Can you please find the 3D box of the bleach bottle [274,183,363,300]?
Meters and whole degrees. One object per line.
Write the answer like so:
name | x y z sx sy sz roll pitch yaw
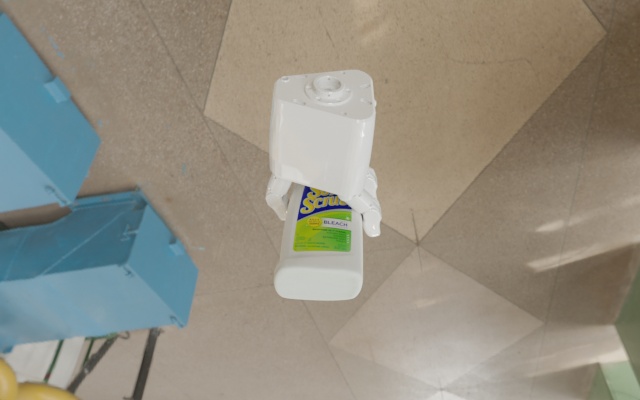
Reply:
bleach bottle | 0.000 0.002 0.609 0.102 0.250 0.068 3 -42 -3
